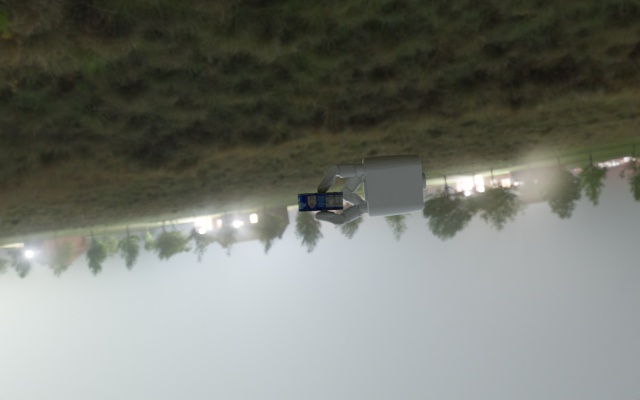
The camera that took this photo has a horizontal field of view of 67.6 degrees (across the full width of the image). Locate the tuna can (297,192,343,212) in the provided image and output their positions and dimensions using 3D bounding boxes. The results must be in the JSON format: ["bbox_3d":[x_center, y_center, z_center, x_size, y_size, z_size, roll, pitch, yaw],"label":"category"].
[{"bbox_3d":[0.000,0.003,0.890,0.086,0.034,0.086,-3,-1,0],"label":"tuna can"}]
